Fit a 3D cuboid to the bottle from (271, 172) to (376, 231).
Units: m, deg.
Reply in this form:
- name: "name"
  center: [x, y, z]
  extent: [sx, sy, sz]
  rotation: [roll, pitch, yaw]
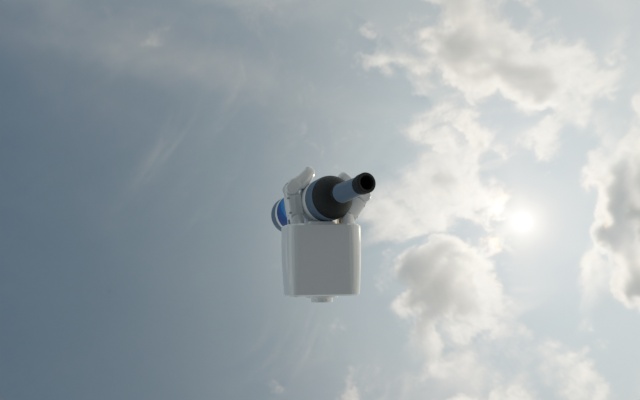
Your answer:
- name: "bottle"
  center: [0.000, 0.002, 0.737]
  extent: [0.069, 0.069, 0.296]
  rotation: [0, -10, -24]
